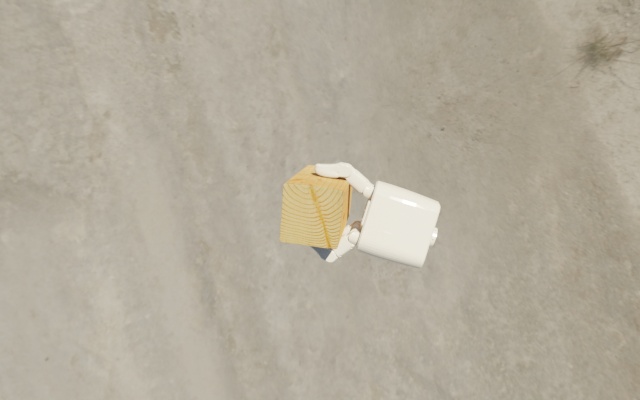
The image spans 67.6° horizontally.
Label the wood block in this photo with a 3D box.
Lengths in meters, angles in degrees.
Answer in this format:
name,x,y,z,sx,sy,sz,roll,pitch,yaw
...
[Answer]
name,x,y,z,sx,sy,sz,roll,pitch,yaw
wood block,0.001,0.002,0.786,0.090,0.091,0.206,7,12,6
